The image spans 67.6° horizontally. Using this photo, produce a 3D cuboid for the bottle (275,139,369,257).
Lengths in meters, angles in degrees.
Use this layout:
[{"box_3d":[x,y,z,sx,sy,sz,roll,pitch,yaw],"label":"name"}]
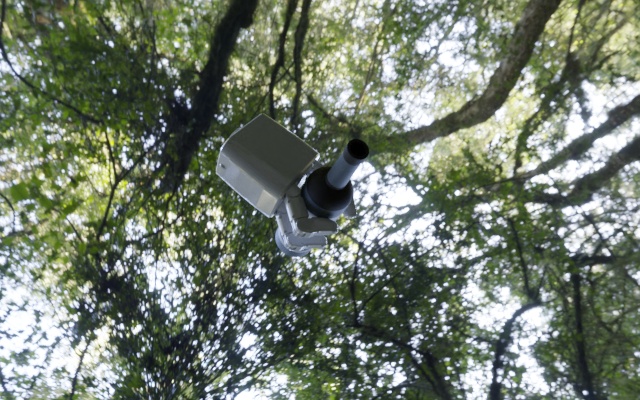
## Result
[{"box_3d":[0.000,0.002,0.670,0.069,0.069,0.296,0,-24,-19],"label":"bottle"}]
